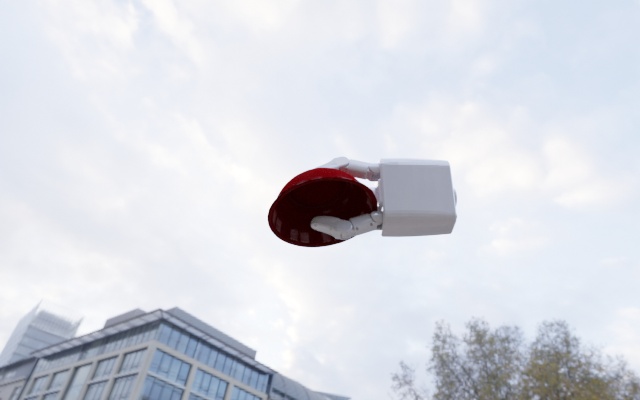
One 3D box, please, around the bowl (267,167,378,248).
[{"bbox_3d":[-0.001,0.002,0.706,0.162,0.055,0.162,-7,-39,-6],"label":"bowl"}]
